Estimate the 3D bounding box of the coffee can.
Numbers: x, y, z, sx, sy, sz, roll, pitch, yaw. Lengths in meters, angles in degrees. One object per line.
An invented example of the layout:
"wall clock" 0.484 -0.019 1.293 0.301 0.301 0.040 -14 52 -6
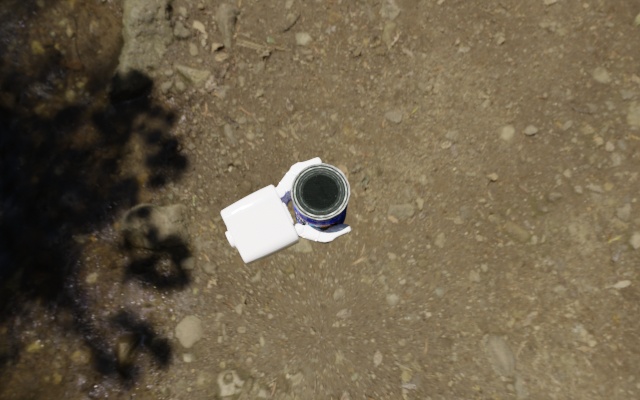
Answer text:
"coffee can" 0.000 0.003 0.885 0.103 0.102 0.140 0 -16 0
